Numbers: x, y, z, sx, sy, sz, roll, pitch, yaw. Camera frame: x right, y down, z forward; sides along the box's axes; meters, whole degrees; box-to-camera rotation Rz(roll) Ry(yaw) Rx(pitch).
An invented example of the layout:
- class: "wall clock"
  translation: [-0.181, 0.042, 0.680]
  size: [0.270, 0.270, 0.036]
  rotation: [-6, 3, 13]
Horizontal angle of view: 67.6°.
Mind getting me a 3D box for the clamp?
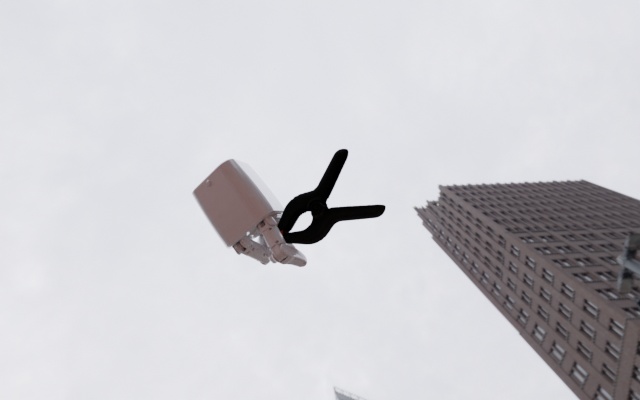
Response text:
- class: "clamp"
  translation: [0.000, 0.003, 0.713]
  size: [0.171, 0.120, 0.039]
  rotation: [-26, -27, 11]
